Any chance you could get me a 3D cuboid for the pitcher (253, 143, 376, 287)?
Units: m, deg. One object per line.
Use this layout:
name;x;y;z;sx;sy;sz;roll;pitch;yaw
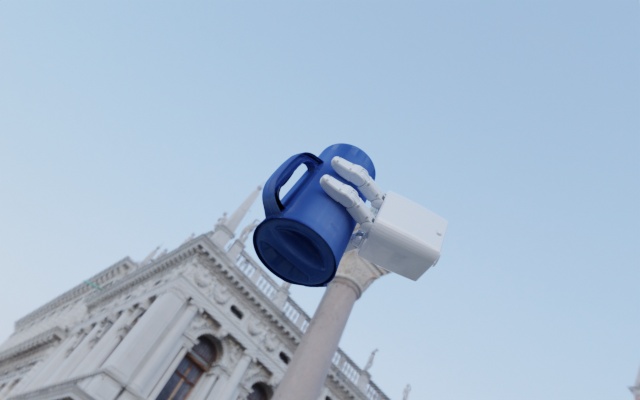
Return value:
pitcher;0.000;0.003;0.758;0.145;0.149;0.242;27;44;5
